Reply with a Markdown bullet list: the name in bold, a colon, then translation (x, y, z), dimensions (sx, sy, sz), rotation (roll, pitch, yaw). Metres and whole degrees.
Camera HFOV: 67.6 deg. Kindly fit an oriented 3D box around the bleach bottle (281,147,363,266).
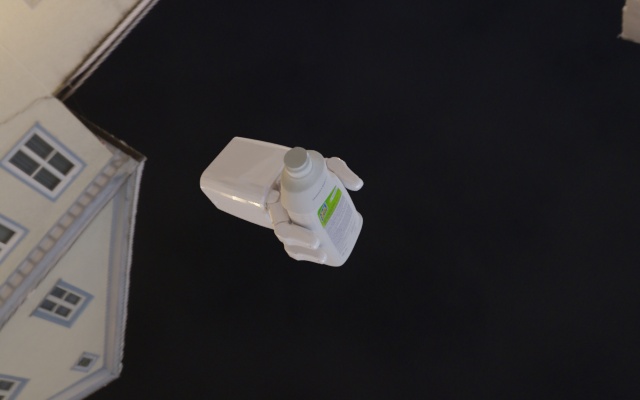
- **bleach bottle**: translation (0.000, 0.002, 0.646), dimensions (0.068, 0.102, 0.251), rotation (16, -23, 20)
